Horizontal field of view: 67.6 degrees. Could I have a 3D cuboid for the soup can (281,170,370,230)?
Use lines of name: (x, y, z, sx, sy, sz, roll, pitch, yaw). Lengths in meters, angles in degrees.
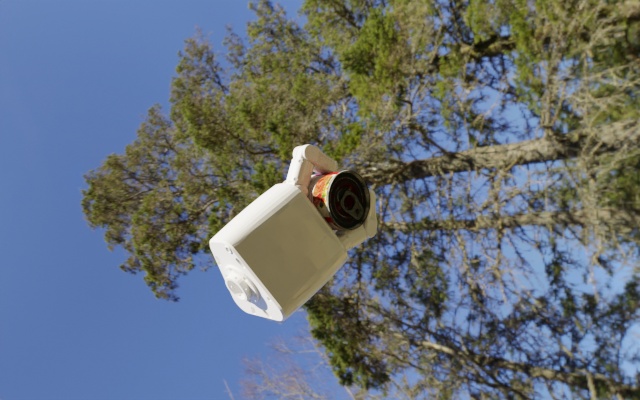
soup can: (0.000, 0.002, 0.574, 0.068, 0.068, 0.102, 0, -2, -41)
